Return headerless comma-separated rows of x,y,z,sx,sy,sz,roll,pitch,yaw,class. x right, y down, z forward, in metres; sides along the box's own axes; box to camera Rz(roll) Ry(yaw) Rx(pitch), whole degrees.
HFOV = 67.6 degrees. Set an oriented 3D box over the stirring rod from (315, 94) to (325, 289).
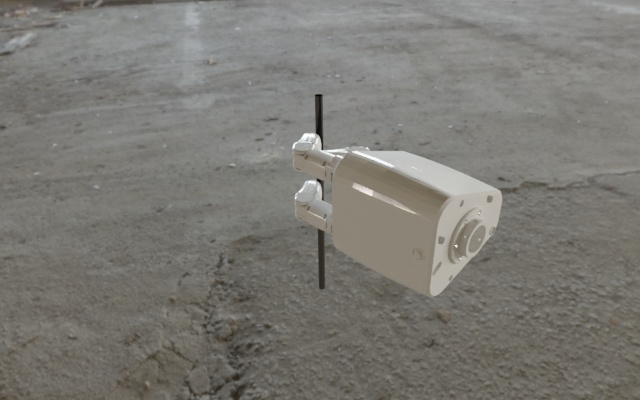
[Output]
0.000,0.002,0.527,0.011,0.240,0.011,-1,29,0,stirring rod
